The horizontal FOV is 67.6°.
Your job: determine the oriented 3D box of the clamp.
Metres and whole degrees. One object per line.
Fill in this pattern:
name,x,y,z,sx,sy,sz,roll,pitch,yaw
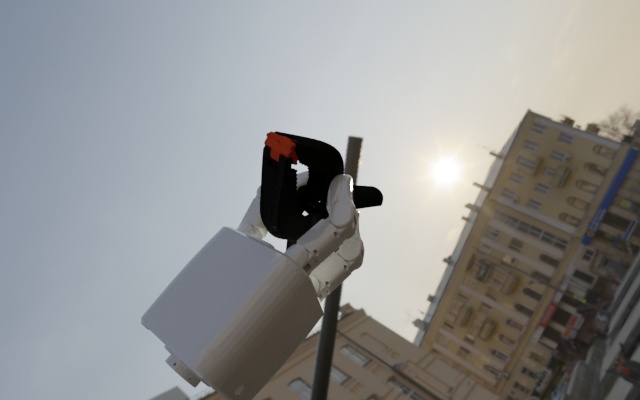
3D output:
clamp,-0.001,0.001,0.450,0.036,0.164,0.210,30,-25,29
